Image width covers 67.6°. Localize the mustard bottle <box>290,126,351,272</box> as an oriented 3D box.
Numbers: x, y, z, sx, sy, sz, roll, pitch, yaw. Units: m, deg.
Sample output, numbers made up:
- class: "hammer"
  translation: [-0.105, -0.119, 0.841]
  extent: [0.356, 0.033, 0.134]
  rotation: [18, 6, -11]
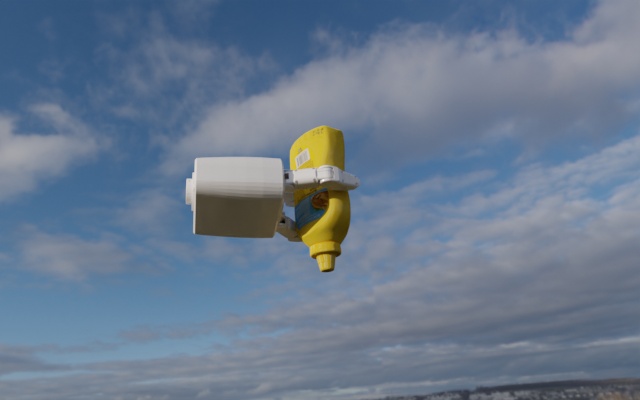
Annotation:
- class: "mustard bottle"
  translation: [0.000, 0.002, 0.647]
  extent: [0.058, 0.191, 0.096]
  rotation: [12, -28, -35]
